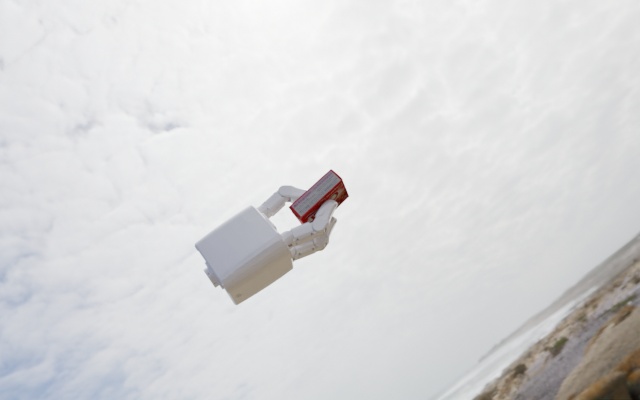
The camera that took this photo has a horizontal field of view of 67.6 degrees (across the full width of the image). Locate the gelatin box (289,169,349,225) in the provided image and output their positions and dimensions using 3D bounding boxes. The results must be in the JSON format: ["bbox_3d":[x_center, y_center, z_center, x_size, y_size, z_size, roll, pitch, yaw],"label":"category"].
[{"bbox_3d":[0.000,0.002,0.737,0.030,0.089,0.073,45,-6,22],"label":"gelatin box"}]
